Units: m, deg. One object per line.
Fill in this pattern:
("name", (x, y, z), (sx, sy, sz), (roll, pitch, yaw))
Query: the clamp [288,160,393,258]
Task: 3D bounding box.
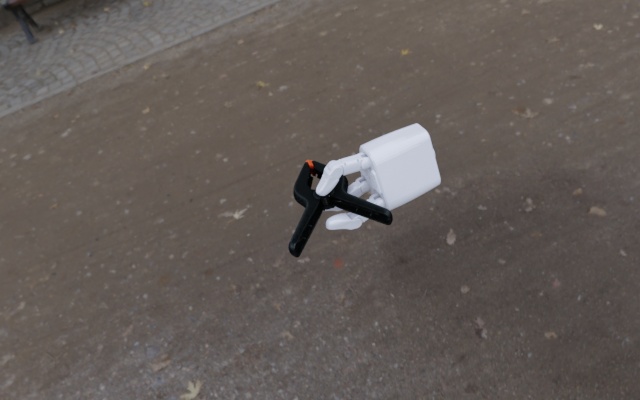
("clamp", (0.000, 0.002, 0.784), (0.164, 0.036, 0.209), (-23, 41, -10))
